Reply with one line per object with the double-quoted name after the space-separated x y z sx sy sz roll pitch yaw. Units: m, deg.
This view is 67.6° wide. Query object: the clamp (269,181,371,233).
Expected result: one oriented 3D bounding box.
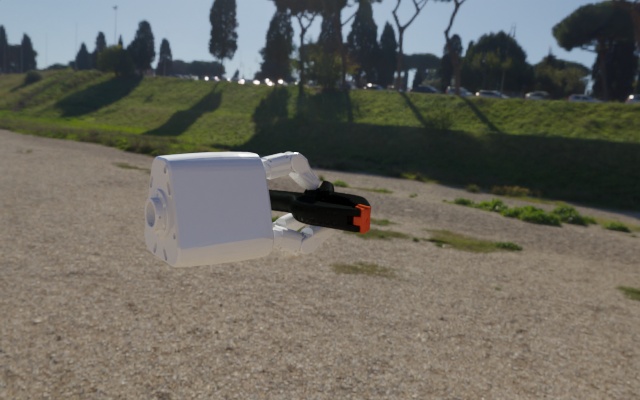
0.000 0.001 0.599 0.164 0.036 0.210 -8 14 -39 "clamp"
